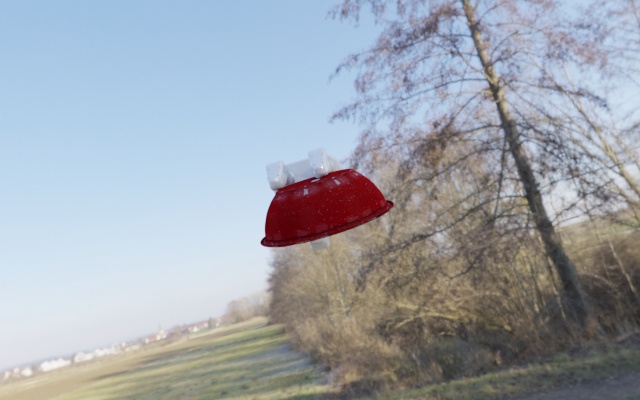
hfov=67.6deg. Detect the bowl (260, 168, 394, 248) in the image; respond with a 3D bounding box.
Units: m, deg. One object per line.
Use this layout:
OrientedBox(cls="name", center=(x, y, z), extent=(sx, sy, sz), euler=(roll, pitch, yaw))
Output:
OrientedBox(cls="bowl", center=(0.000, 0.001, 0.554), extent=(0.162, 0.055, 0.162), euler=(-16, 7, 2))
